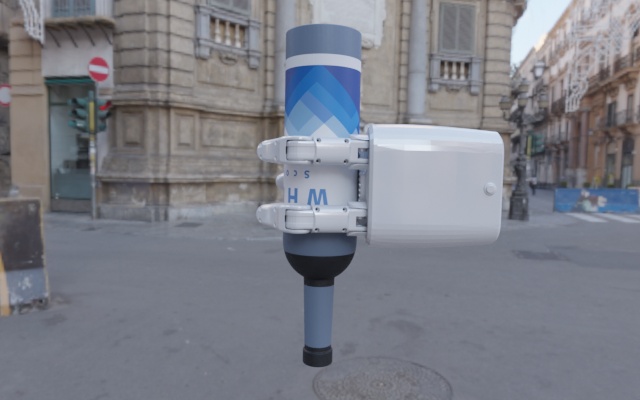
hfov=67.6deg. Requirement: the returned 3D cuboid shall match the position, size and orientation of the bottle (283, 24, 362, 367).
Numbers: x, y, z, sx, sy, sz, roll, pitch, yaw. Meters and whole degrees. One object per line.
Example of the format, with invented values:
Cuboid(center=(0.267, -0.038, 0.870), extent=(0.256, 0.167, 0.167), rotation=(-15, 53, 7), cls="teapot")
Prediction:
Cuboid(center=(0.000, 0.001, 0.428), extent=(0.069, 0.296, 0.069), rotation=(1, 4, 0), cls="bottle")
